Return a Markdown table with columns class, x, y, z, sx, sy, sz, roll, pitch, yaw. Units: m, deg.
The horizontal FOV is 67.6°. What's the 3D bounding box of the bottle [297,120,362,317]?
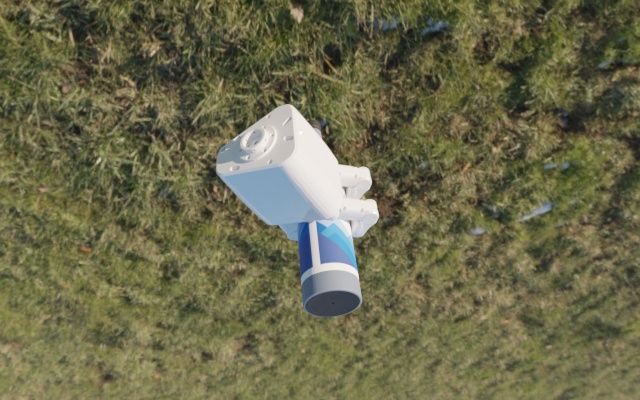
| class | x | y | z | sx | sy | sz | roll | pitch | yaw |
| --- | --- | --- | --- | --- | --- | --- | --- | --- | --- |
| bottle | 0.000 | 0.002 | 0.624 | 0.069 | 0.295 | 0.069 | -4 | -39 | -3 |
